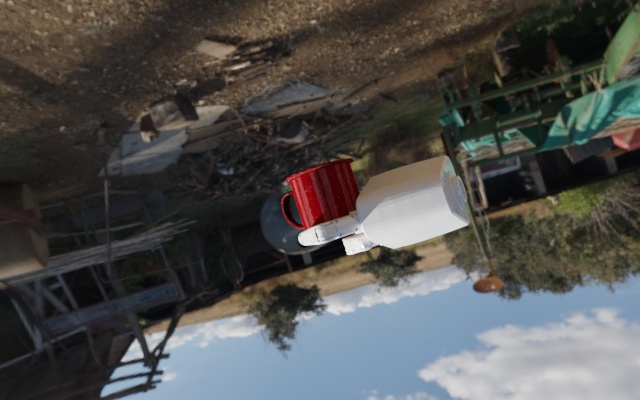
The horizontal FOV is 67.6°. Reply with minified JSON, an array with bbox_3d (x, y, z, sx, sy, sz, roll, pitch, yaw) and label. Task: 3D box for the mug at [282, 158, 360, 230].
[{"bbox_3d":[-0.001,0.003,0.624,0.117,0.081,0.093,-19,-4,26],"label":"mug"}]
